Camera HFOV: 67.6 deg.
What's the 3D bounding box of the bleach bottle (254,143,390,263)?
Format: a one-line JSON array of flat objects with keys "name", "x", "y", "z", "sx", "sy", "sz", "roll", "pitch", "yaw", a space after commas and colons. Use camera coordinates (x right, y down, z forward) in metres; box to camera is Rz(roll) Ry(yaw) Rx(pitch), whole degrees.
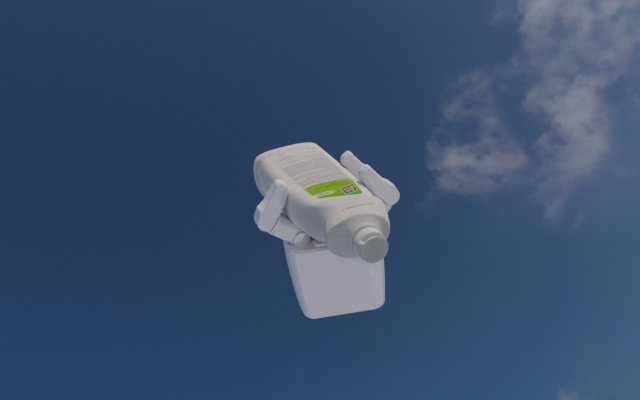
[{"name": "bleach bottle", "x": 0.000, "y": 0.002, "z": 0.551, "sx": 0.102, "sy": 0.068, "sz": 0.250, "roll": -17, "pitch": 27, "yaw": -14}]
